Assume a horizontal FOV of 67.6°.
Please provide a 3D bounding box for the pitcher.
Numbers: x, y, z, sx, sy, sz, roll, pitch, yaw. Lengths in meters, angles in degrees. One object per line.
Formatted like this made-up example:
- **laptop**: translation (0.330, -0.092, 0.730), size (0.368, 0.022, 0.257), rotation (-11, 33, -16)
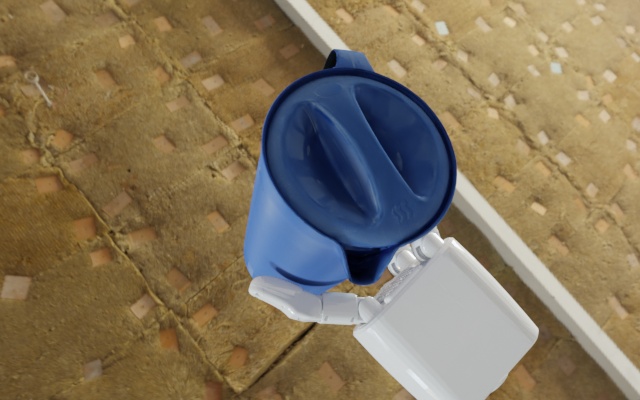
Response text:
- **pitcher**: translation (0.000, 0.002, 0.415), size (0.149, 0.145, 0.243), rotation (-44, -5, -26)
